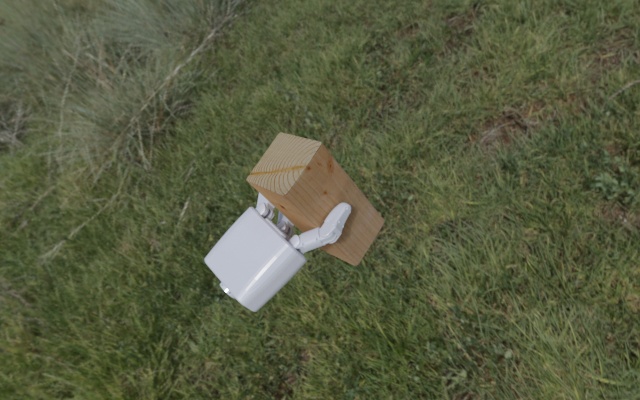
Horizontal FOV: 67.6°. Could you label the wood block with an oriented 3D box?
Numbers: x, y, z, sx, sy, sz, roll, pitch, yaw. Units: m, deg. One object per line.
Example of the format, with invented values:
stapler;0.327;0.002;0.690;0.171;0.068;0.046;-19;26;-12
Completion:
wood block;0.000;0.003;0.713;0.091;0.090;0.206;21;-18;43
